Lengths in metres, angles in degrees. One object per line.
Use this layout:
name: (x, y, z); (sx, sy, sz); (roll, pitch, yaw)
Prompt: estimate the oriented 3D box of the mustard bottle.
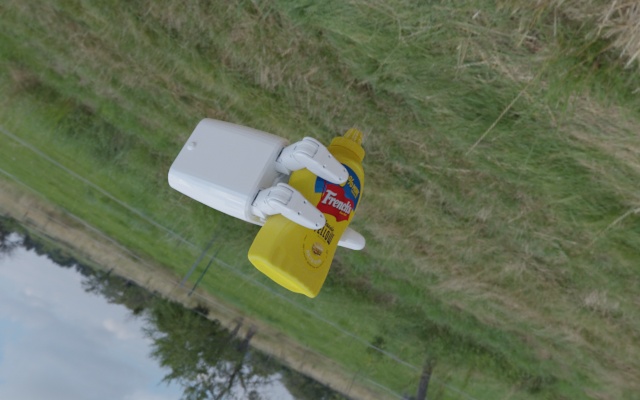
mustard bottle: (0.000, 0.002, 0.523); (0.058, 0.191, 0.096); (8, -27, 42)
